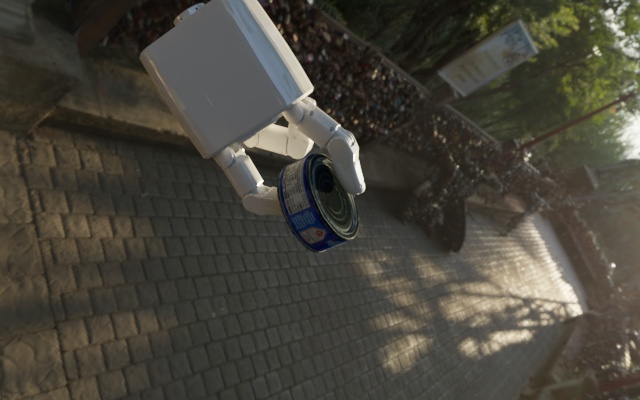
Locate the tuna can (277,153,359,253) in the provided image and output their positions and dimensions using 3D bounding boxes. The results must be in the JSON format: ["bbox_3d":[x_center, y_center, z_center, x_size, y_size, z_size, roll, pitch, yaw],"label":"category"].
[{"bbox_3d":[0.001,0.001,0.431,0.034,0.086,0.086,-23,-11,26],"label":"tuna can"}]
